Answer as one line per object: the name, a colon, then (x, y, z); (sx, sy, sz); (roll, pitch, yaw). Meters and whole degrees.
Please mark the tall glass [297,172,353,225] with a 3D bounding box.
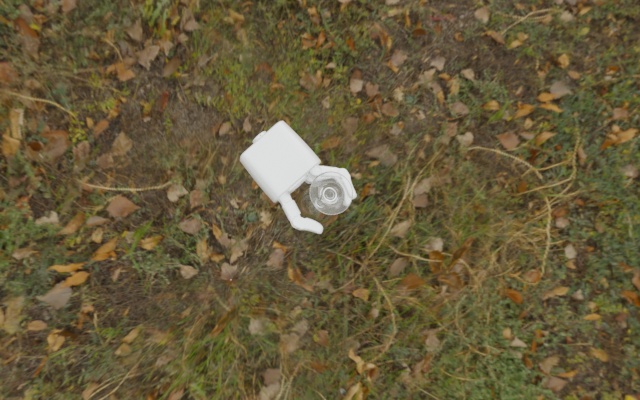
tall glass: (0.000, 0.003, 0.897); (0.079, 0.079, 0.201); (0, -9, -10)
